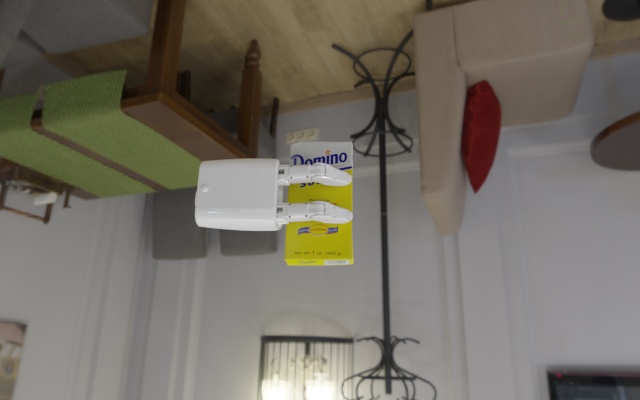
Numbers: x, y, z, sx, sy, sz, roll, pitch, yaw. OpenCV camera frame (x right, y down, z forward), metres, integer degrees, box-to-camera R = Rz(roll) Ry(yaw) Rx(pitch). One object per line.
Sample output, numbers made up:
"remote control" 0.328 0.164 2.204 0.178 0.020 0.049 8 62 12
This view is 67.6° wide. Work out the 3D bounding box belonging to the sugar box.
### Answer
"sugar box" 0.000 0.002 0.676 0.093 0.176 0.048 -1 -18 3
